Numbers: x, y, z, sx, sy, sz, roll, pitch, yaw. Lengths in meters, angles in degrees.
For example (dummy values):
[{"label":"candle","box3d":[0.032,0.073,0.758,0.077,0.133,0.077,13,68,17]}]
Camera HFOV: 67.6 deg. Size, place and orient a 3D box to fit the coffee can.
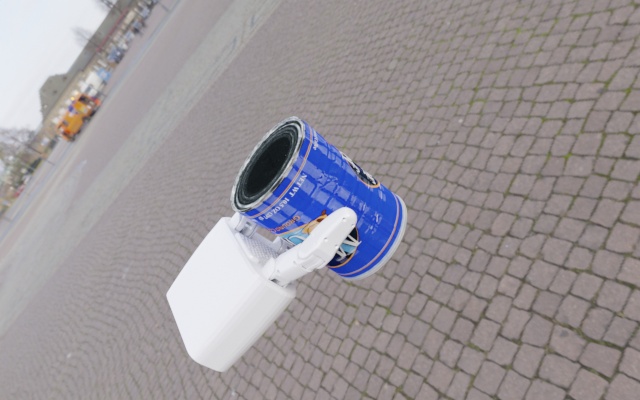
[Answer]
[{"label":"coffee can","box3d":[0.000,0.001,0.464,0.140,0.102,0.103,35,-18,-28]}]
